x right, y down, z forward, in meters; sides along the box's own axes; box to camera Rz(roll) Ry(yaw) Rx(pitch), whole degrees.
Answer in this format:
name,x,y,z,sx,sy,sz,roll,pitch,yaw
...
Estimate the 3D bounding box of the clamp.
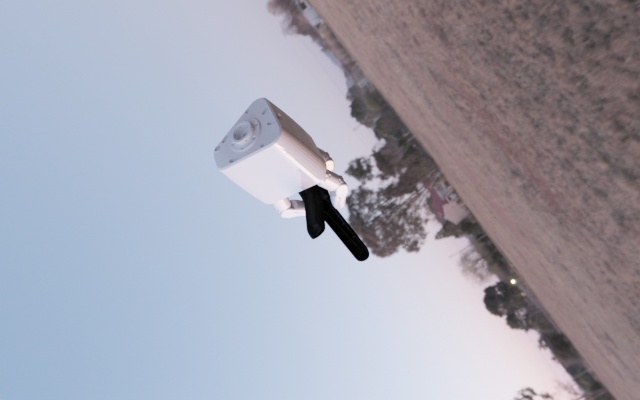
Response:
name,x,y,z,sx,sy,sz,roll,pitch,yaw
clamp,-0.001,0.002,0.748,0.036,0.209,0.165,-37,-39,13
